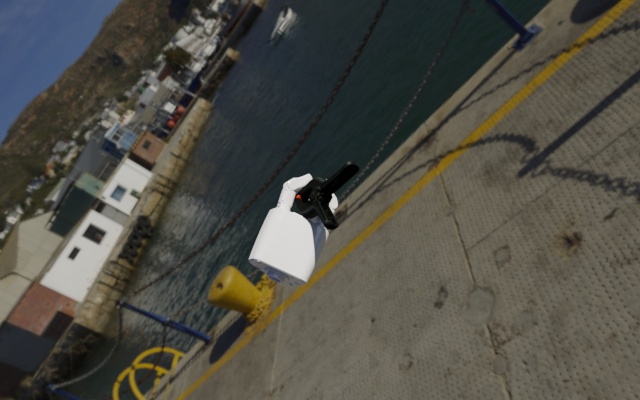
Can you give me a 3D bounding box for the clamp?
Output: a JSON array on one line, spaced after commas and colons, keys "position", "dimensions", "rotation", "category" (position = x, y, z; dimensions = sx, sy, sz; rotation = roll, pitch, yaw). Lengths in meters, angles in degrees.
[{"position": [0.000, 0.002, 0.838], "dimensions": [0.039, 0.120, 0.171], "rotation": [32, -26, -21], "category": "clamp"}]
